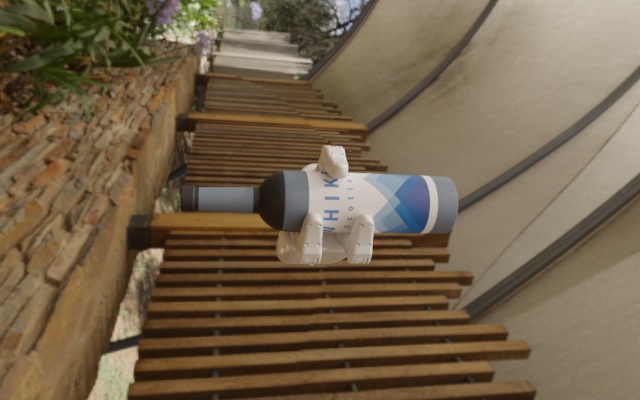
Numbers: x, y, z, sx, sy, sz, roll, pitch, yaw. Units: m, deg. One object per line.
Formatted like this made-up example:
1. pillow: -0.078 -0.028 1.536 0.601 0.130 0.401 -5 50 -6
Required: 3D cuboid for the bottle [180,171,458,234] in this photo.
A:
1. bottle: 0.000 0.002 0.524 0.296 0.069 0.069 1 0 -12
